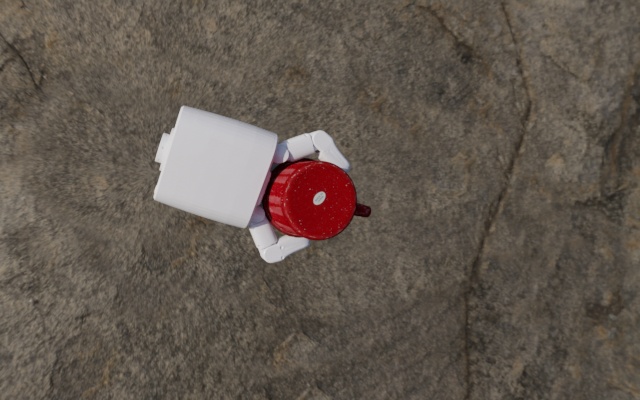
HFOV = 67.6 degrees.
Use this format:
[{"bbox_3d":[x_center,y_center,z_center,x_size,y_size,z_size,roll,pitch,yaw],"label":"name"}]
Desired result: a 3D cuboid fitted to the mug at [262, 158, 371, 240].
[{"bbox_3d":[0.001,0.002,0.520,0.117,0.093,0.081,15,-2,-17],"label":"mug"}]
